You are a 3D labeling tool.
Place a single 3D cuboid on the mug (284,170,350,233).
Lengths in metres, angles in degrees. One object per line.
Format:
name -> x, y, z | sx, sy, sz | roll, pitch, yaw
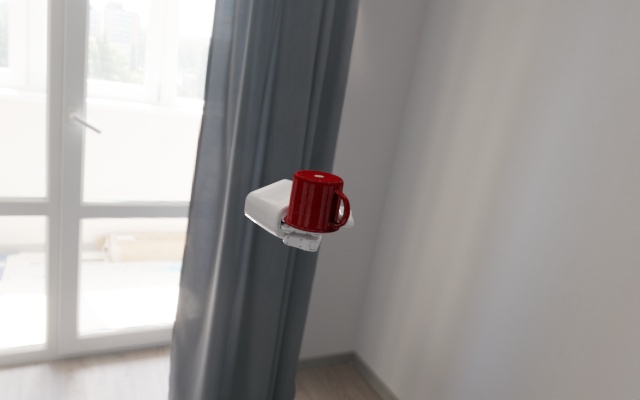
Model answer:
mug -> 0.001, 0.003, 0.760 | 0.093, 0.081, 0.117 | -6, 21, -44
